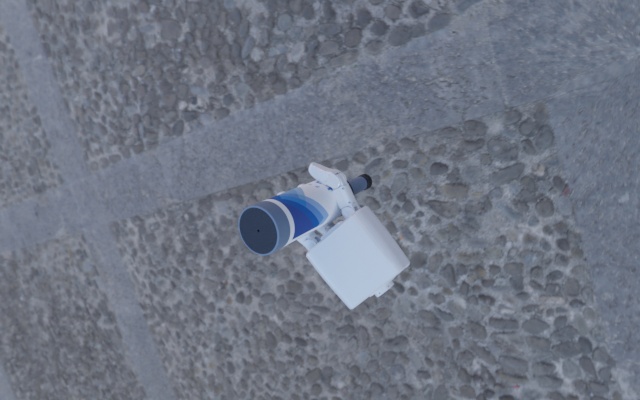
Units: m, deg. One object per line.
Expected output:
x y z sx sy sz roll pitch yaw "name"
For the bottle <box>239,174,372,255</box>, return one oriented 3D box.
0.000 0.002 0.722 0.069 0.069 0.295 0 14 34 "bottle"
